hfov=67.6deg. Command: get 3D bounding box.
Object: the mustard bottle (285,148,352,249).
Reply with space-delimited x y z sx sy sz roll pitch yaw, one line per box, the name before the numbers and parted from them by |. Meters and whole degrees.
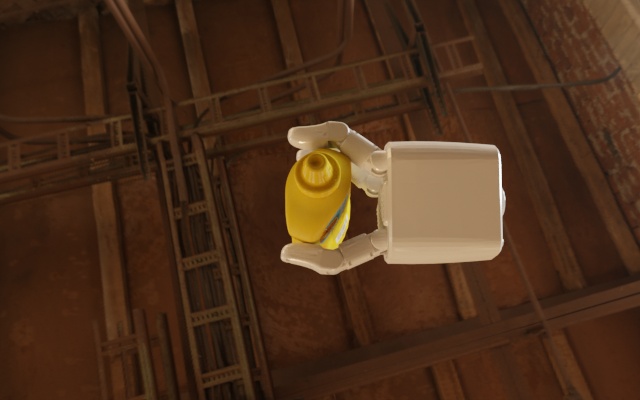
mustard bottle | 0.000 0.002 0.486 0.058 0.096 0.192 23 -18 9
